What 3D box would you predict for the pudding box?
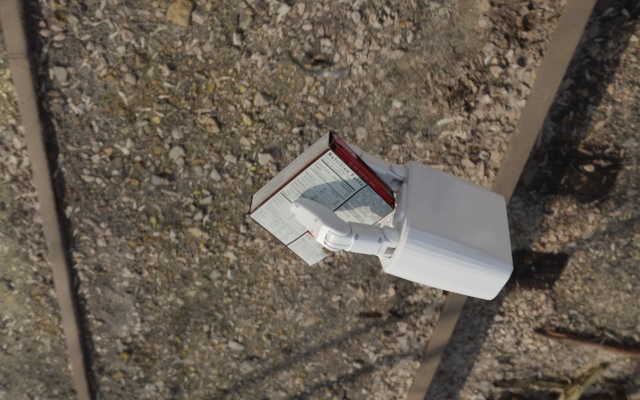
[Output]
[{"bbox_3d":[0.000,0.002,0.453,0.113,0.090,0.039,-38,24,23],"label":"pudding box"}]
